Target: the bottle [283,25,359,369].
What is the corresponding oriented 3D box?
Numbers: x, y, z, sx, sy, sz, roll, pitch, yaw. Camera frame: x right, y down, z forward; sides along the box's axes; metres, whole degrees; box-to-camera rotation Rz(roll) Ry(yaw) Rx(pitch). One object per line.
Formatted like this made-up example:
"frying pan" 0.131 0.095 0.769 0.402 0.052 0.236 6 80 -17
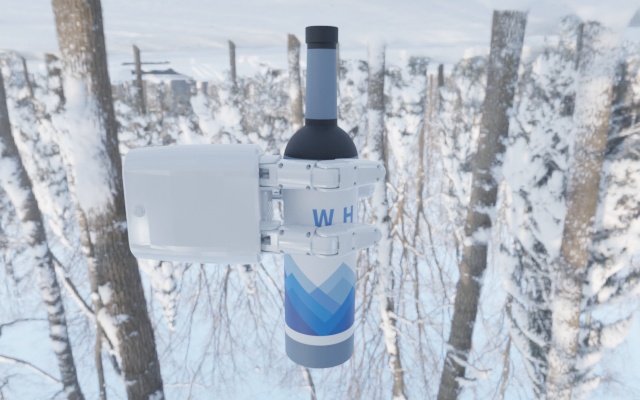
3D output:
"bottle" 0.000 0.002 0.425 0.069 0.296 0.069 0 15 0
